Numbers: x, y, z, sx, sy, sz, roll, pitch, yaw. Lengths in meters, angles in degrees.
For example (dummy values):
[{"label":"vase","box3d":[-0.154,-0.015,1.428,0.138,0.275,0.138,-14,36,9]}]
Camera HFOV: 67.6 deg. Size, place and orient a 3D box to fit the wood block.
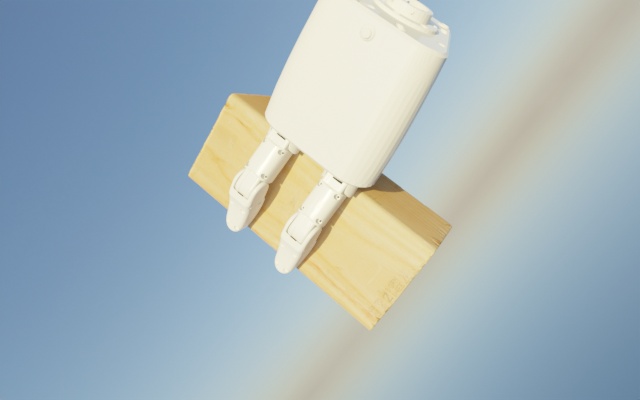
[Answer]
[{"label":"wood block","box3d":[0.000,0.001,0.423,0.206,0.090,0.091,39,22,13]}]
